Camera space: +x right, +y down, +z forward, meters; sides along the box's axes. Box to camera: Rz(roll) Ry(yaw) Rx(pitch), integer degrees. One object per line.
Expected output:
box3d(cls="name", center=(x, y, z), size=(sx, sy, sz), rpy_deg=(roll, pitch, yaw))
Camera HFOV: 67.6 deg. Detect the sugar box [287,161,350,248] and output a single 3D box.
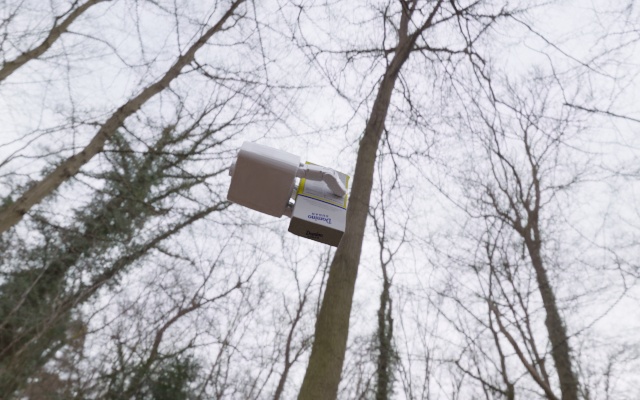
box3d(cls="sugar box", center=(0.000, 0.003, 0.862), size=(0.093, 0.048, 0.176), rpy_deg=(18, 38, -5))
